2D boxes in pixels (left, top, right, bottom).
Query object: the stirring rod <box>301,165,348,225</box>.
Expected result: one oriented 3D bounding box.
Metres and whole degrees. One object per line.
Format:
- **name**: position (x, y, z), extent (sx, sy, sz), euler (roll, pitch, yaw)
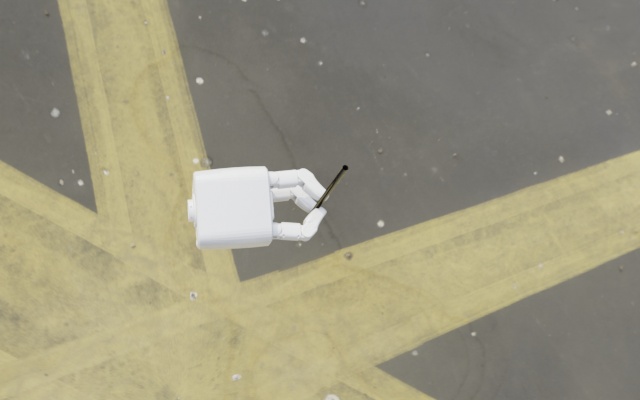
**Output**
- **stirring rod**: position (0.000, 0.002, 0.719), extent (0.011, 0.011, 0.240), euler (0, -22, -17)
